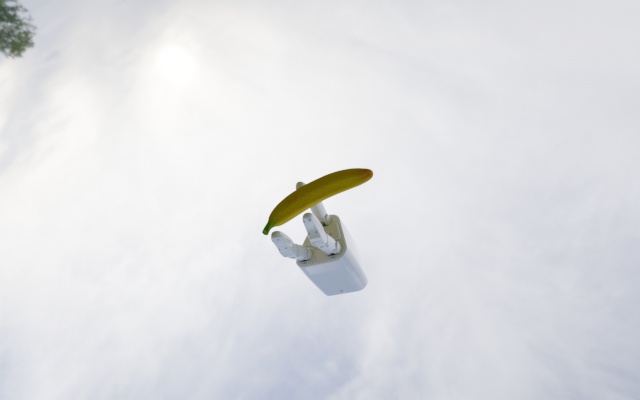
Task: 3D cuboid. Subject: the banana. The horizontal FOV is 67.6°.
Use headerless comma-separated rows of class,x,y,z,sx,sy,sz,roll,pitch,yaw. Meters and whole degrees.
banana,-0.007,-0.006,0.773,0.198,0.037,0.069,-31,35,4
